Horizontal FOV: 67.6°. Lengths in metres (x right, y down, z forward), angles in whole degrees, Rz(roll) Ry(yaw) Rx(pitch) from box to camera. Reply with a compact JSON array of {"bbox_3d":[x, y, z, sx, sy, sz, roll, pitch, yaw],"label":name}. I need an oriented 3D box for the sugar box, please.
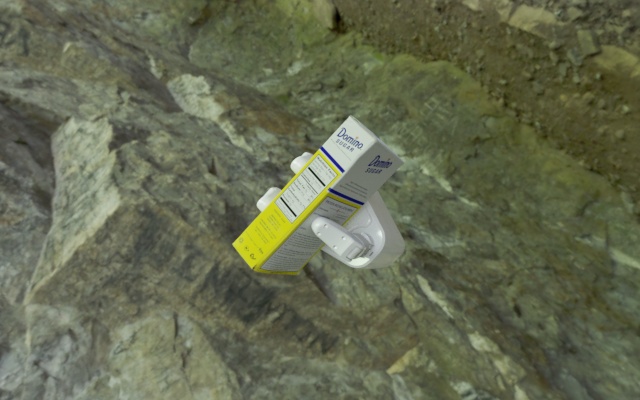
[{"bbox_3d":[0.000,0.001,0.494,0.048,0.176,0.093,46,11,25],"label":"sugar box"}]
